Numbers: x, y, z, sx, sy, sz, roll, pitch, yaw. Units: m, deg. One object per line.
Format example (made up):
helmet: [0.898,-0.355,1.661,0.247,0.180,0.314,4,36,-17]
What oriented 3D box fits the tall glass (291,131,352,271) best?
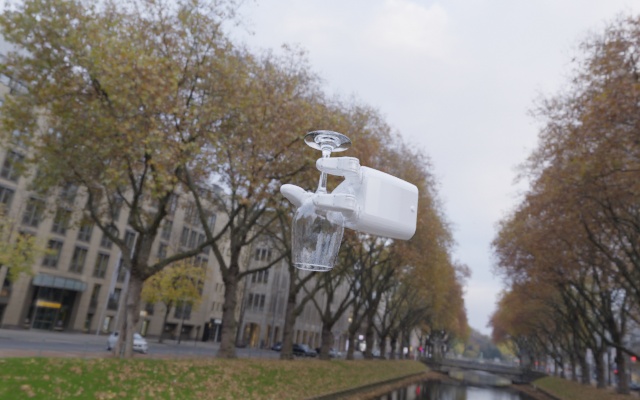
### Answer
tall glass: [0.000,0.002,0.717,0.079,0.201,0.079,7,-16,2]
